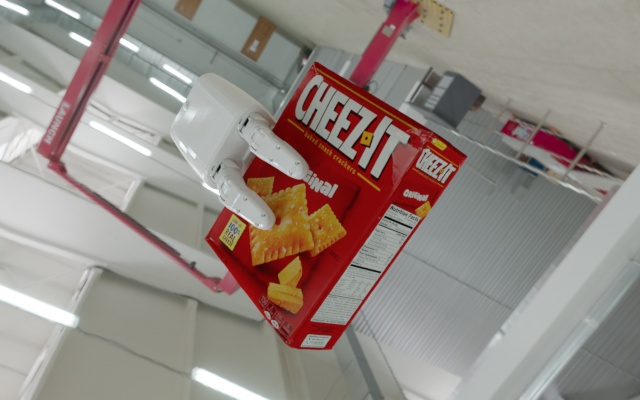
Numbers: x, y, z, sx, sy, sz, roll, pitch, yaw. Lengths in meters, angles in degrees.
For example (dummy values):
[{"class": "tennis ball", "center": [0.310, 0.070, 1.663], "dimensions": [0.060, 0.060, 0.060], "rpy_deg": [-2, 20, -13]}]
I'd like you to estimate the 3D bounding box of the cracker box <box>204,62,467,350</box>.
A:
[{"class": "cracker box", "center": [0.000, 0.002, 0.443], "dimensions": [0.072, 0.214, 0.164], "rpy_deg": [20, 17, -48]}]
